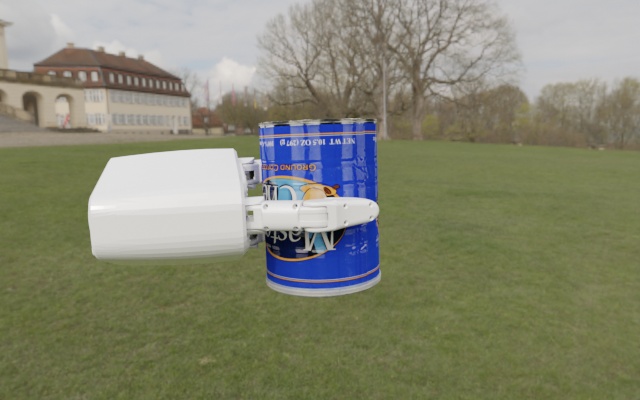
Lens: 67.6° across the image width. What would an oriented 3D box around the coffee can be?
[{"bbox_3d":[0.000,0.002,0.419,0.103,0.140,0.103,-2,8,0],"label":"coffee can"}]
